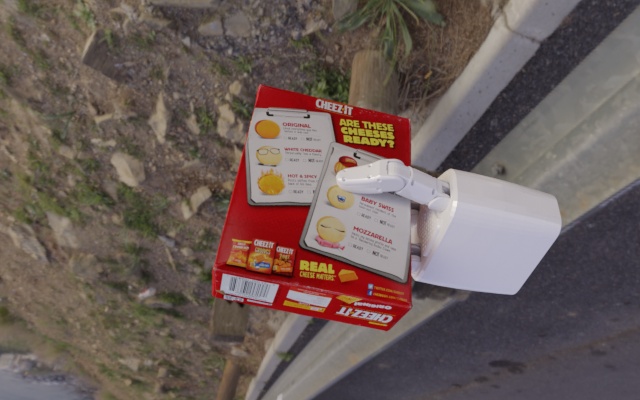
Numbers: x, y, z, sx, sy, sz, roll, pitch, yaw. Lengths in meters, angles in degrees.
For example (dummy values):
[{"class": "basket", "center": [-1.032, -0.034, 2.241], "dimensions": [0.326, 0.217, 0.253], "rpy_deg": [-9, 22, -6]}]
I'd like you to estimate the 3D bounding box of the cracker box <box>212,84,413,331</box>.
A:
[{"class": "cracker box", "center": [0.000, 0.002, 0.458], "dimensions": [0.164, 0.213, 0.072], "rpy_deg": [12, -36, -7]}]
